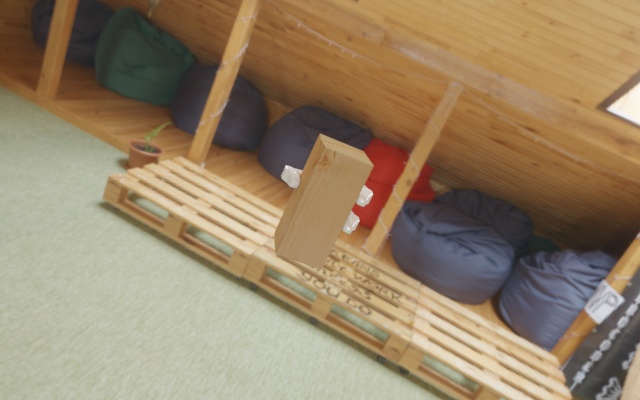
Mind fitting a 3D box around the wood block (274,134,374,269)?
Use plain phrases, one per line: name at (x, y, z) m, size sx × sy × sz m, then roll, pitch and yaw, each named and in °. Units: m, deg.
wood block at (0.000, 0.002, 0.832) m, size 0.091 × 0.206 × 0.090 m, roll 21°, pitch 19°, yaw -14°
